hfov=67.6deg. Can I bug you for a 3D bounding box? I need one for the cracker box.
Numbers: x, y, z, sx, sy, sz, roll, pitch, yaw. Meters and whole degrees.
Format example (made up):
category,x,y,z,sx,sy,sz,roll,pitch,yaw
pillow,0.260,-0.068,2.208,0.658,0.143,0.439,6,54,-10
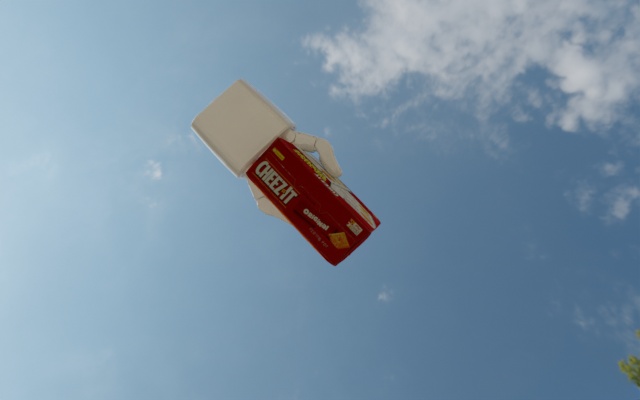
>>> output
category,x,y,z,sx,sy,sz,roll,pitch,yaw
cracker box,0.000,0.002,0.674,0.164,0.072,0.213,45,8,7
